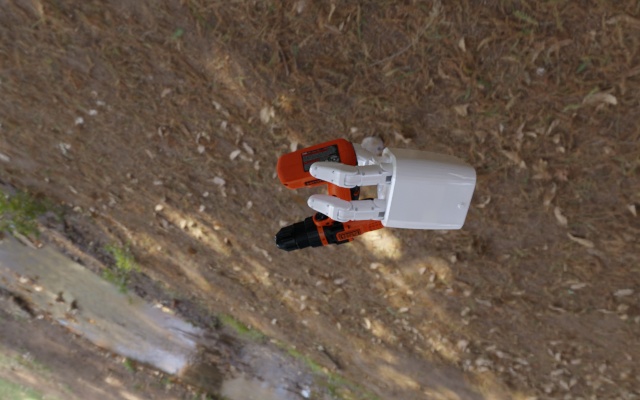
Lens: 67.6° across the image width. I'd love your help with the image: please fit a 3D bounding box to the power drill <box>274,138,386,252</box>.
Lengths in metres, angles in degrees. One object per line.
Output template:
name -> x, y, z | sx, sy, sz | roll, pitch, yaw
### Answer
power drill -> 0.000, 0.002, 0.698 | 0.184, 0.057, 0.188 | -17, -37, 5
